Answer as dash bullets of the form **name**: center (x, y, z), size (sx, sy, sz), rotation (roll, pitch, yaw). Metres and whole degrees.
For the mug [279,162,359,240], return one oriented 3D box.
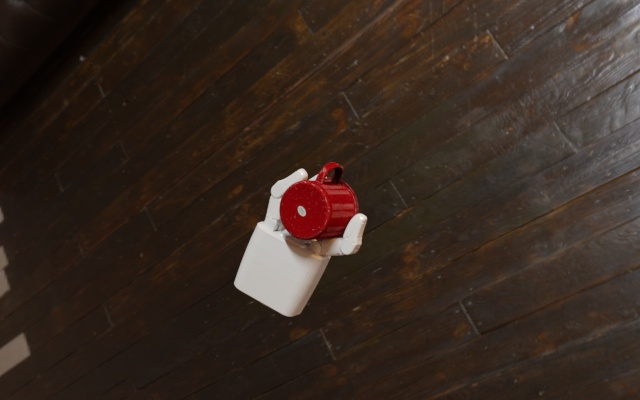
- **mug**: center (0.001, 0.001, 0.669), size (0.093, 0.117, 0.081), rotation (29, 13, 24)
